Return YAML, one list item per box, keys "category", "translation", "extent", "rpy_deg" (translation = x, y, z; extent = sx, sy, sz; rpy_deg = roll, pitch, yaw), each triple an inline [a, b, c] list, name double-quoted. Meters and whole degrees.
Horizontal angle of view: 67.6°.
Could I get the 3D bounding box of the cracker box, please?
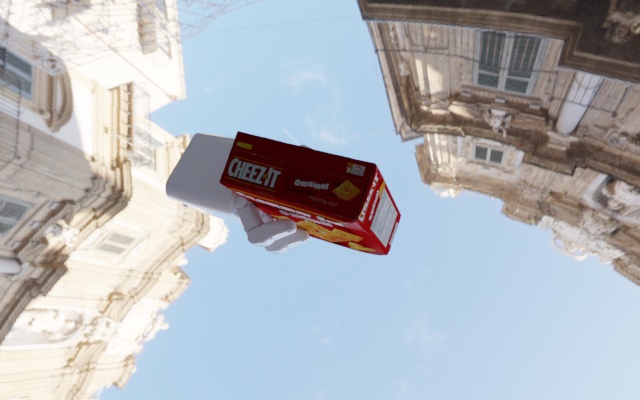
- category: "cracker box"
  translation: [0.000, 0.002, 0.586]
  extent: [0.164, 0.072, 0.214]
  rpy_deg: [15, -10, 20]
